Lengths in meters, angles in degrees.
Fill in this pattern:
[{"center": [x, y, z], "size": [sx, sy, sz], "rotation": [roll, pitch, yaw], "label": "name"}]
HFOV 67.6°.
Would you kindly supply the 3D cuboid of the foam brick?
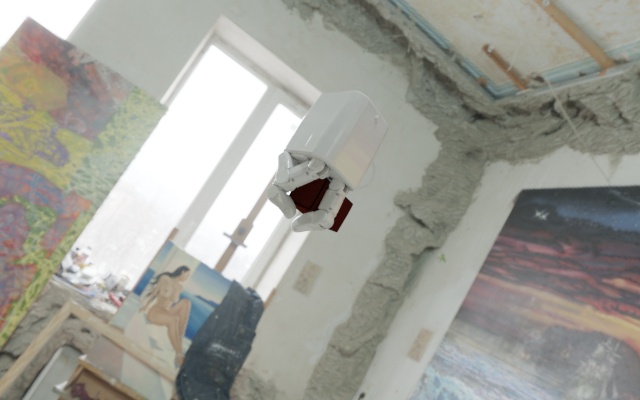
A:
[{"center": [0.000, 0.002, 0.687], "size": [0.053, 0.051, 0.078], "rotation": [21, -14, 41], "label": "foam brick"}]
